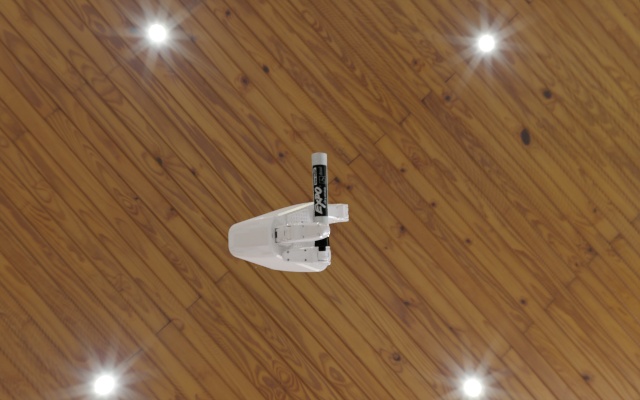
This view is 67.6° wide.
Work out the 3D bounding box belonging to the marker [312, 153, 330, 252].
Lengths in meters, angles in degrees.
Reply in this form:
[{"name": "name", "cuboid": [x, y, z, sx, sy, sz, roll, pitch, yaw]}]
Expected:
[{"name": "marker", "cuboid": [0.000, 0.002, 0.588, 0.020, 0.121, 0.020, -2, -8, 0]}]
